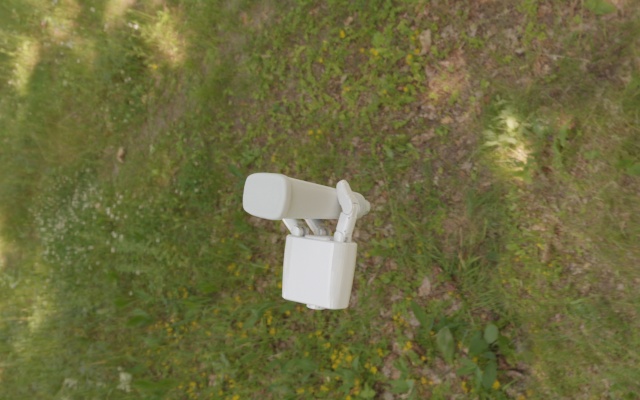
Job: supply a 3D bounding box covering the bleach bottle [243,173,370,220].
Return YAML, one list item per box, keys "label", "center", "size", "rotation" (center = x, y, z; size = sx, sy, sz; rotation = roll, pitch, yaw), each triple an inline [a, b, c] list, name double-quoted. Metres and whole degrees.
- label: "bleach bottle"
  center: [0.000, 0.003, 0.791]
  size: [0.102, 0.068, 0.251]
  rotation: [8, 1, 45]
